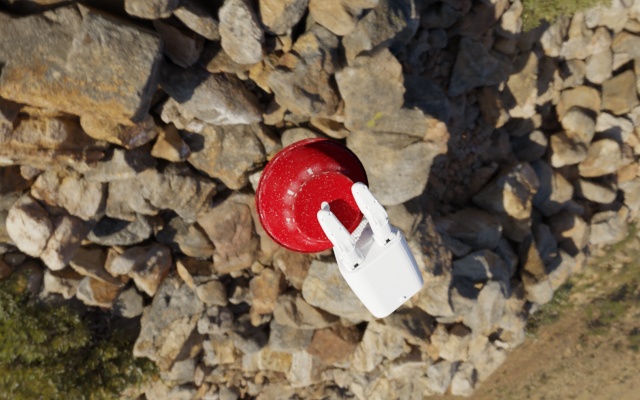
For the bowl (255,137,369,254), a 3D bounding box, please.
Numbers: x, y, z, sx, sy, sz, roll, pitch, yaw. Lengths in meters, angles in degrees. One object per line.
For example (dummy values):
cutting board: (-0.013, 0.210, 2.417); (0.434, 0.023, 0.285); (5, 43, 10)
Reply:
bowl: (-0.001, 0.001, 0.620); (0.162, 0.162, 0.055); (0, 15, -20)
